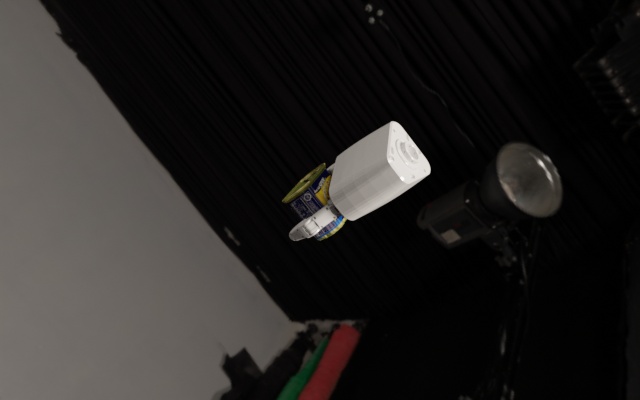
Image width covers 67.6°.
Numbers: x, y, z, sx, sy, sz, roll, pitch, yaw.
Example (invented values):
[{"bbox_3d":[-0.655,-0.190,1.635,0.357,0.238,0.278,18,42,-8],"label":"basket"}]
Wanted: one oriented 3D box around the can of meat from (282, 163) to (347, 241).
[{"bbox_3d":[0.000,0.003,0.736,0.057,0.084,0.102,-34,10,31],"label":"can of meat"}]
